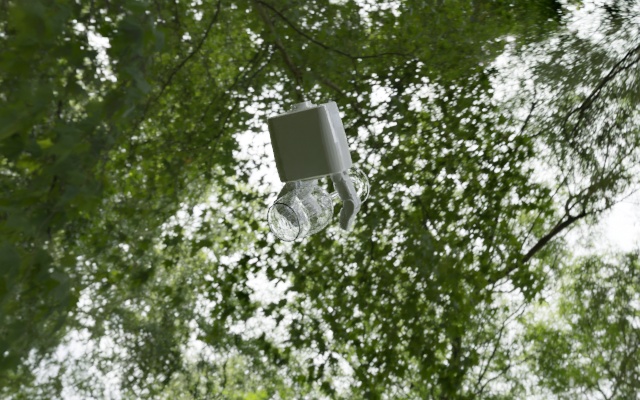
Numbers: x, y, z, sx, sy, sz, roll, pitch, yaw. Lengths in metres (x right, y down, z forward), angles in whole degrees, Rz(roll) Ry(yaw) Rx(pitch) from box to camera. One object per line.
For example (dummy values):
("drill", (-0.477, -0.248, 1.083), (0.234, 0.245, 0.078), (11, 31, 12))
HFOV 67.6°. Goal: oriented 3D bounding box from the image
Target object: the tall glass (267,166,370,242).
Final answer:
("tall glass", (0.001, 0.002, 0.773), (0.079, 0.079, 0.201), (0, 18, 35))
